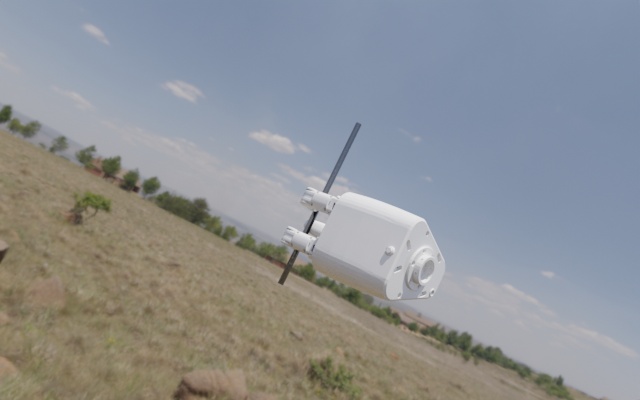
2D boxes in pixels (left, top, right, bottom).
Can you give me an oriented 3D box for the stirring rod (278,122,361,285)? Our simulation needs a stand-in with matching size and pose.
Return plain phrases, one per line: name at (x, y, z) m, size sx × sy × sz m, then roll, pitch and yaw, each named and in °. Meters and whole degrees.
stirring rod at (0.000, 0.002, 0.638) m, size 0.011 × 0.239 × 0.011 m, roll 26°, pitch -7°, yaw 4°
